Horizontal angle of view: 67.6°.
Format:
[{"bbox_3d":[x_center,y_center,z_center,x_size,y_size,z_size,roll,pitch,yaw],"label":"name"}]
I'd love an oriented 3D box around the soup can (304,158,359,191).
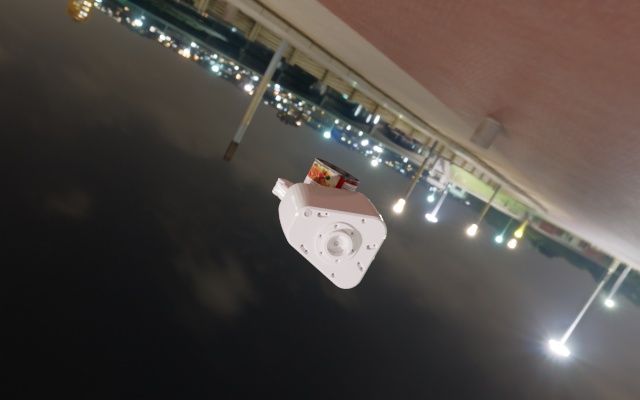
[{"bbox_3d":[0.000,0.002,0.657,0.068,0.102,0.068,27,9,-5],"label":"soup can"}]
